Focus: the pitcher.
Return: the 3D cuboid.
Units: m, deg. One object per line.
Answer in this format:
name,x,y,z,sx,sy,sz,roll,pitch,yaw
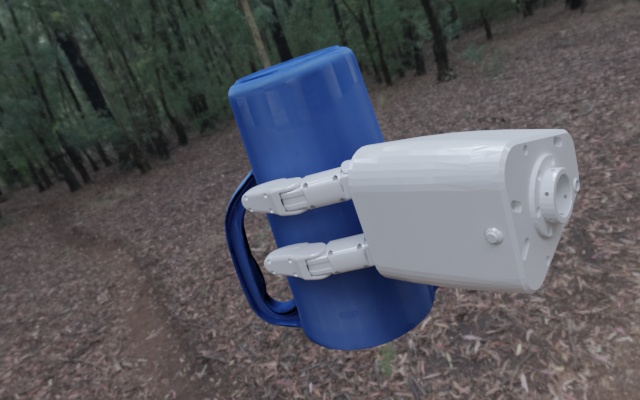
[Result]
pitcher,0.000,0.001,0.424,0.149,0.243,0.145,-34,24,-36
